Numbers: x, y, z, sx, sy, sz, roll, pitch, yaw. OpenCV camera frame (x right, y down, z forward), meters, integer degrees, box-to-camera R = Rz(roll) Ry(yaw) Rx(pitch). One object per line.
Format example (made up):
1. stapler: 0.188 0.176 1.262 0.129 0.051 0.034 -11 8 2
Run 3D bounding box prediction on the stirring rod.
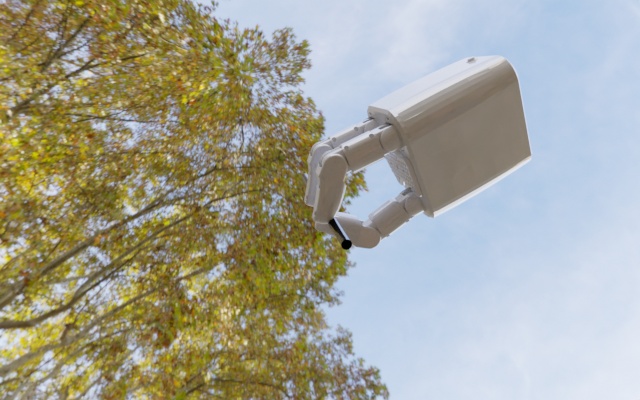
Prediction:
1. stirring rod: 0.000 0.002 0.457 0.011 0.011 0.239 0 15 -9
